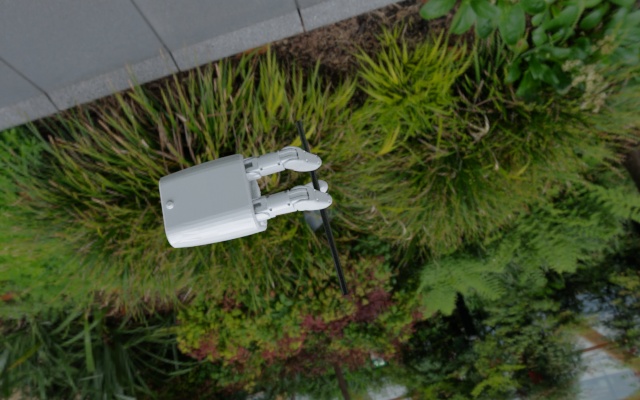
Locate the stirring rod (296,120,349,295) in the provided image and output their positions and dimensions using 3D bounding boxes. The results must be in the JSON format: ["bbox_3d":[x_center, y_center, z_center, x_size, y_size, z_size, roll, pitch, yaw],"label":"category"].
[{"bbox_3d":[0.000,0.002,0.603,0.011,0.239,0.011,-13,-21,-5],"label":"stirring rod"}]
